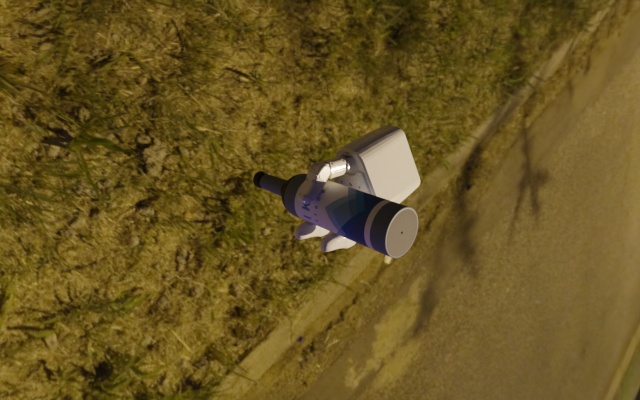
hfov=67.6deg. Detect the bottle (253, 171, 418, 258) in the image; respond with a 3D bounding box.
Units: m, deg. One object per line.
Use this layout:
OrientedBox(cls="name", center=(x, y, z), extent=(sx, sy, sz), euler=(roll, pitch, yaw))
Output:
OrientedBox(cls="bottle", center=(0.000, 0.002, 0.687), extent=(0.069, 0.069, 0.295), euler=(0, 15, -45))
